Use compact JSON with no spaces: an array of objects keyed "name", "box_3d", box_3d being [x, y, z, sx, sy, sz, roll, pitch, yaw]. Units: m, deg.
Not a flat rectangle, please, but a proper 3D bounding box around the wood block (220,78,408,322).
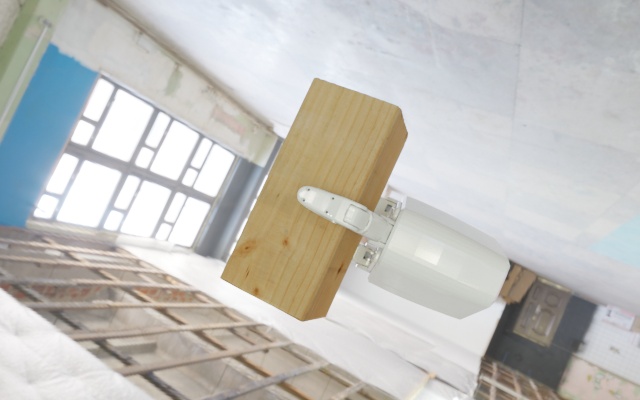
[{"name":"wood block","box_3d":[0.000,0.002,0.466,0.090,0.206,0.091,24,-4,18]}]
